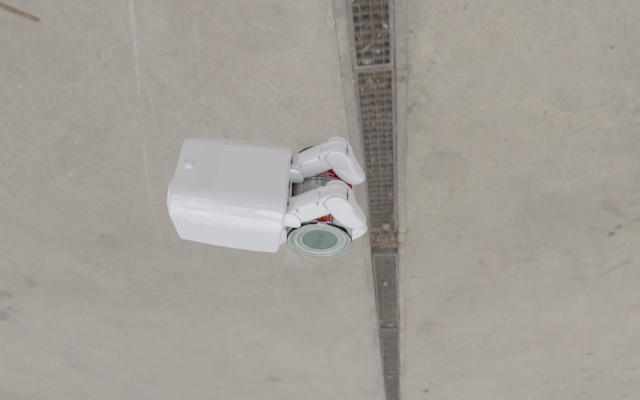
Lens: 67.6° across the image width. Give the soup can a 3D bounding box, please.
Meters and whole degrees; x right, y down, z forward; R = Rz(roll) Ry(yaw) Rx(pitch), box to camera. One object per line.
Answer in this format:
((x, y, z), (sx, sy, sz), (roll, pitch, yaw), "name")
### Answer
((0.001, 0.002, 0.502), (0.068, 0.102, 0.069), (1, -37, 1), "soup can")
